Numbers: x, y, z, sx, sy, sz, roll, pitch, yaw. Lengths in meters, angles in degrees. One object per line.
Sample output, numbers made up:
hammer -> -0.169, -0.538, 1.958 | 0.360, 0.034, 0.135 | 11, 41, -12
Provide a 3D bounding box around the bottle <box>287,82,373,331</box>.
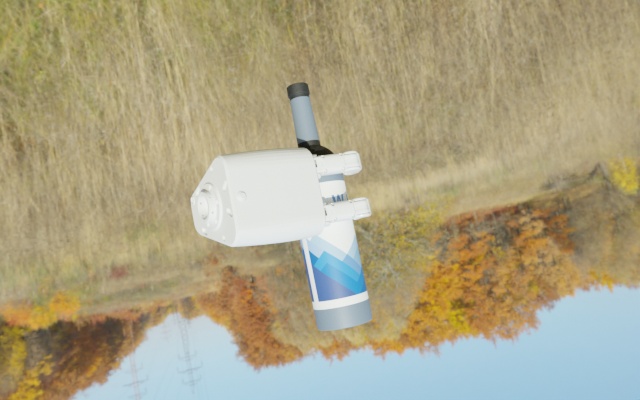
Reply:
bottle -> 0.000, 0.002, 0.578 | 0.069, 0.295, 0.069 | -11, -6, -1
